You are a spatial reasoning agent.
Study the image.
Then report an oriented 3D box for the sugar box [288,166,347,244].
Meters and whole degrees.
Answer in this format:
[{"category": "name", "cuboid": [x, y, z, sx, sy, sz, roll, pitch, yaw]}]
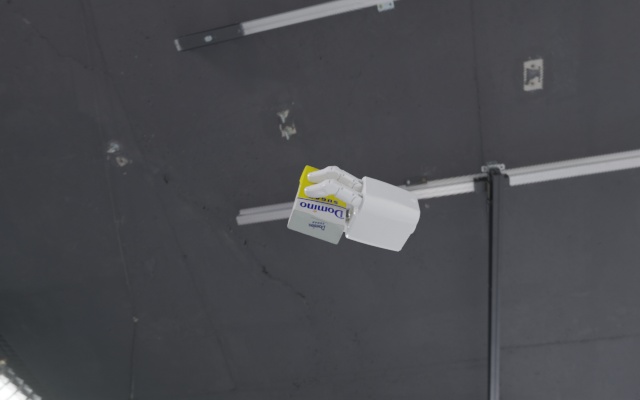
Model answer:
[{"category": "sugar box", "cuboid": [0.000, 0.002, 0.872, 0.093, 0.048, 0.176, 19, 27, -5]}]
